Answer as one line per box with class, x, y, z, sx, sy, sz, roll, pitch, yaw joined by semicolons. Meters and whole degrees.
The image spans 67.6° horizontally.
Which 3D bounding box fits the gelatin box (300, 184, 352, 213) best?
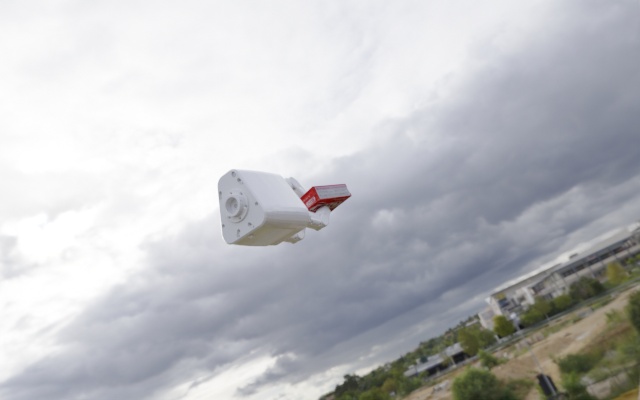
gelatin box;0.000;0.002;0.852;0.089;0.030;0.073;-8;-25;-47
